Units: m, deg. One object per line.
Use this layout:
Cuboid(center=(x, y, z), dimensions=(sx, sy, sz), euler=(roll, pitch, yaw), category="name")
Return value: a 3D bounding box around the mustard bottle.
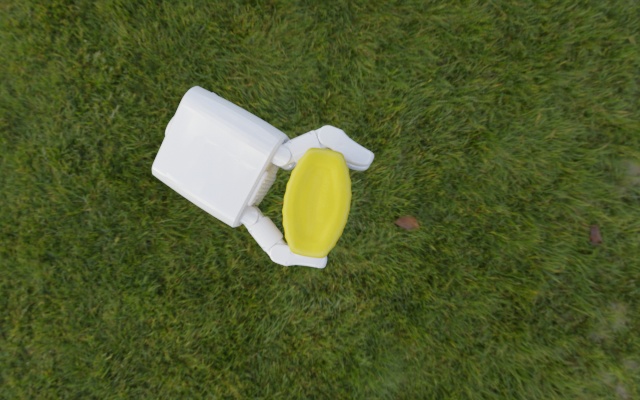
Cuboid(center=(0.000, 0.002, 0.500), dimensions=(0.058, 0.096, 0.191), euler=(8, 1, 2), category="mustard bottle")
